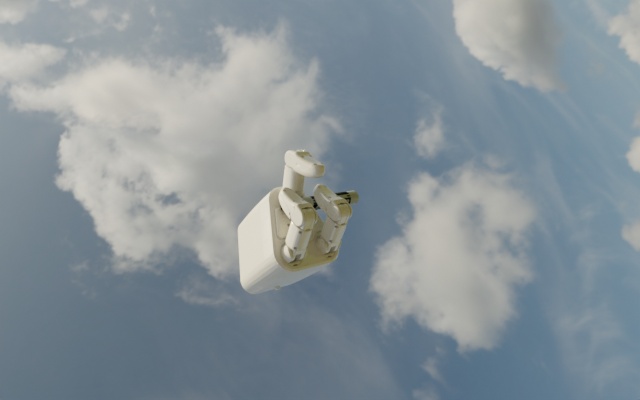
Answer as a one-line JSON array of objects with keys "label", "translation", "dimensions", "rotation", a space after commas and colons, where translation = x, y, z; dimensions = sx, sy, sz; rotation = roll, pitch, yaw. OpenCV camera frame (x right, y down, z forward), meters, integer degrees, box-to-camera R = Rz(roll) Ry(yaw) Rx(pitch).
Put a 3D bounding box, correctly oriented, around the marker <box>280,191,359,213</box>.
[{"label": "marker", "translation": [0.000, 0.002, 0.610], "dimensions": [0.121, 0.020, 0.020], "rotation": [-8, 5, -40]}]
